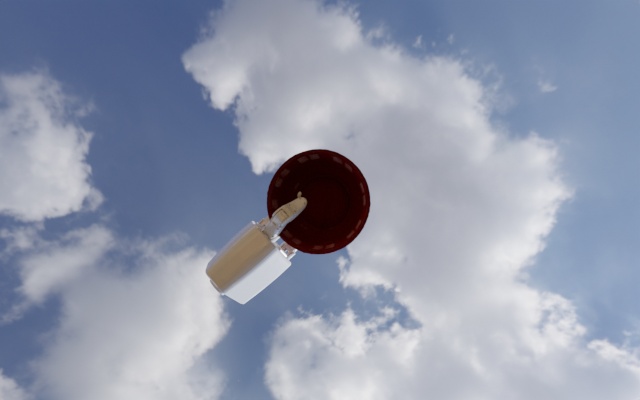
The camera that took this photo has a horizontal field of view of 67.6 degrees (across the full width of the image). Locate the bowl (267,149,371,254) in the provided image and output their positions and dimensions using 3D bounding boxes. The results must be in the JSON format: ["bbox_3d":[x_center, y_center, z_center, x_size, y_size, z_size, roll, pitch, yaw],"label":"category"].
[{"bbox_3d":[0.001,0.002,0.752,0.162,0.162,0.055,0,-2,11],"label":"bowl"}]
